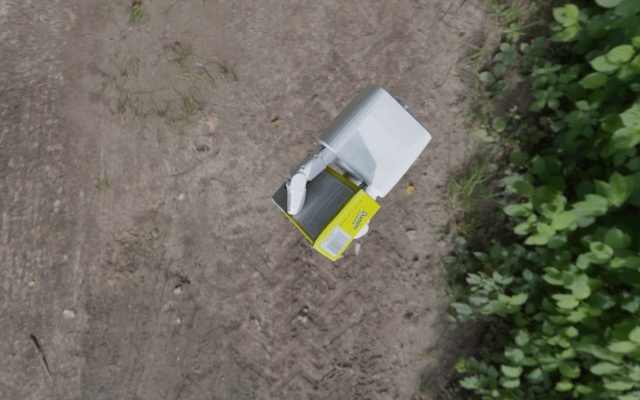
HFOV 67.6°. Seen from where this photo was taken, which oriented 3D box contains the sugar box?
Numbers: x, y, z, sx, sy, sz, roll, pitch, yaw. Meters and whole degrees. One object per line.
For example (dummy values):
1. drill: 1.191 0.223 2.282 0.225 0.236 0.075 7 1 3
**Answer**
1. sugar box: 0.001 0.002 0.656 0.048 0.093 0.176 40 1 -28
